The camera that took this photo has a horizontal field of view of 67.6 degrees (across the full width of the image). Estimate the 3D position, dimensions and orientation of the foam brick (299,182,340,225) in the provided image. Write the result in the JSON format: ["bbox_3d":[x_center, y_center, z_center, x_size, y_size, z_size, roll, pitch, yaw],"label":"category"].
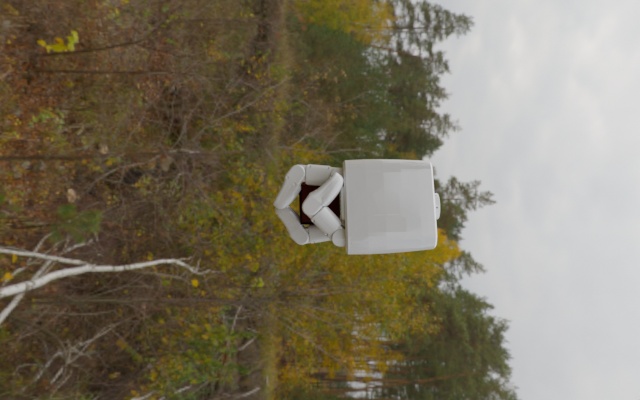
[{"bbox_3d":[0.000,0.002,0.633,0.051,0.053,0.078,-2,5,2],"label":"foam brick"}]
